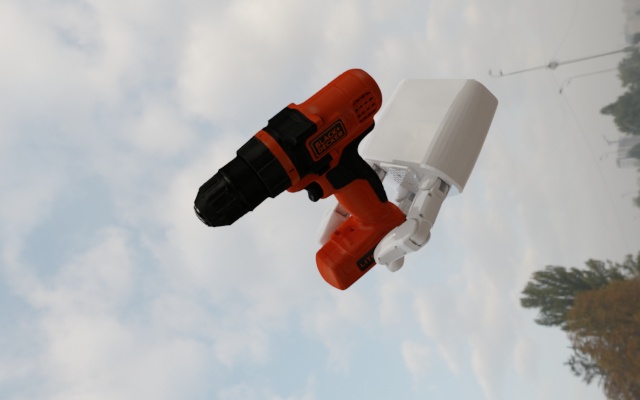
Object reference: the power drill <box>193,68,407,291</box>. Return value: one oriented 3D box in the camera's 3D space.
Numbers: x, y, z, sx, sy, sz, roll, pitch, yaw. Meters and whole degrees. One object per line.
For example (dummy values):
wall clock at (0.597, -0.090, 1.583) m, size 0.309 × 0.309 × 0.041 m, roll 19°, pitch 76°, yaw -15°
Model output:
power drill at (0.000, 0.002, 0.436) m, size 0.184 × 0.188 × 0.057 m, roll -39°, pitch 43°, yaw -10°
